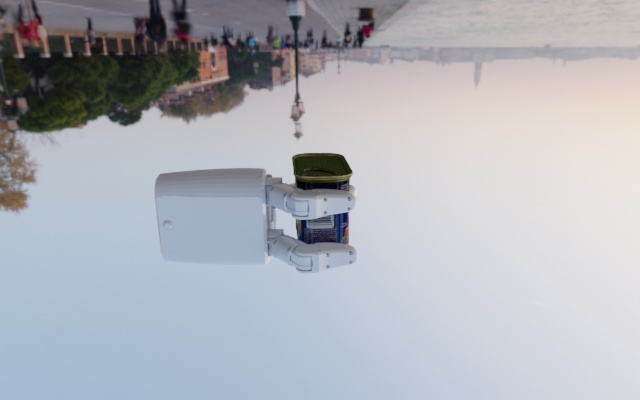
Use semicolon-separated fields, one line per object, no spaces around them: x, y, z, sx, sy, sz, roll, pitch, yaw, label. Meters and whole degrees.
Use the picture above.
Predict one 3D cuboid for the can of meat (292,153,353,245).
0.000;0.002;0.499;0.057;0.084;0.102;-1;18;-5;can of meat
